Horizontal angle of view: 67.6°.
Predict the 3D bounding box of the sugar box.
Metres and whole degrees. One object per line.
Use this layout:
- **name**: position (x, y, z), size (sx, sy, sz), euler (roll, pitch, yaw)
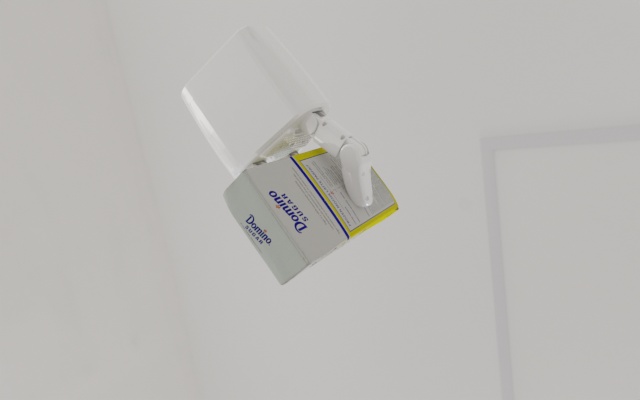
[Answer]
- **sugar box**: position (0.000, 0.002, 0.446), size (0.048, 0.093, 0.176), euler (-41, -10, 37)
